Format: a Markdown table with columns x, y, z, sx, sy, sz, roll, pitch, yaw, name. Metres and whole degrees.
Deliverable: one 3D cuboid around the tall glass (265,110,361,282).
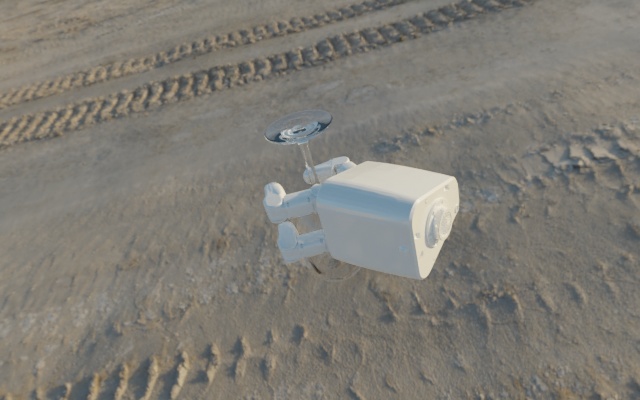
| x | y | z | sx | sy | sz | roll | pitch | yaw | name |
| --- | --- | --- | --- | --- | --- | --- | --- | --- | --- |
| 0.000 | 0.001 | 0.555 | 0.079 | 0.201 | 0.079 | -11 | 33 | 7 | tall glass |
